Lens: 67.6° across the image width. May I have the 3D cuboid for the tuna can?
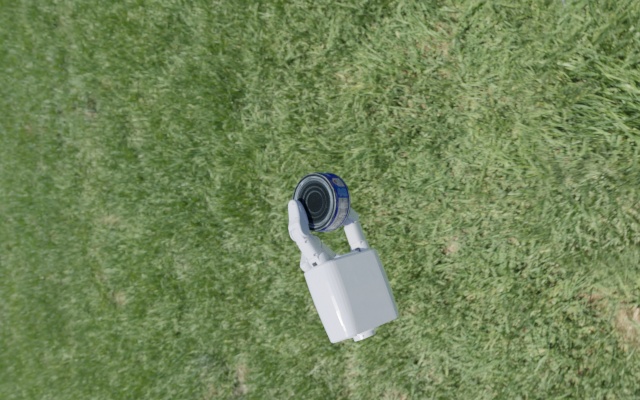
[{"bbox_3d":[0.000,0.002,0.687,0.086,0.086,0.034,0,0,41],"label":"tuna can"}]
